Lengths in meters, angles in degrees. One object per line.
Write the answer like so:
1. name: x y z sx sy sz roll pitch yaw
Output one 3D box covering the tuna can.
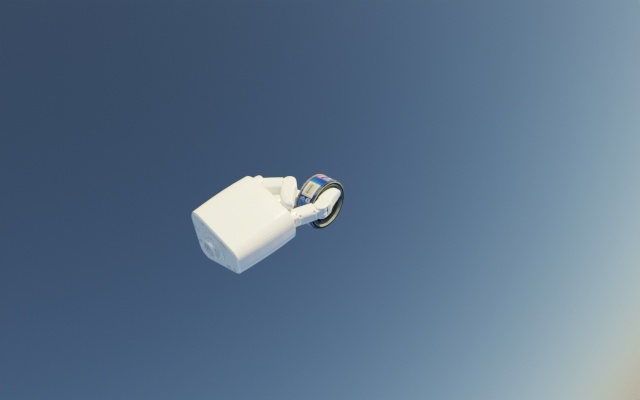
1. tuna can: 0.001 0.003 0.779 0.033 0.086 0.086 26 15 34
